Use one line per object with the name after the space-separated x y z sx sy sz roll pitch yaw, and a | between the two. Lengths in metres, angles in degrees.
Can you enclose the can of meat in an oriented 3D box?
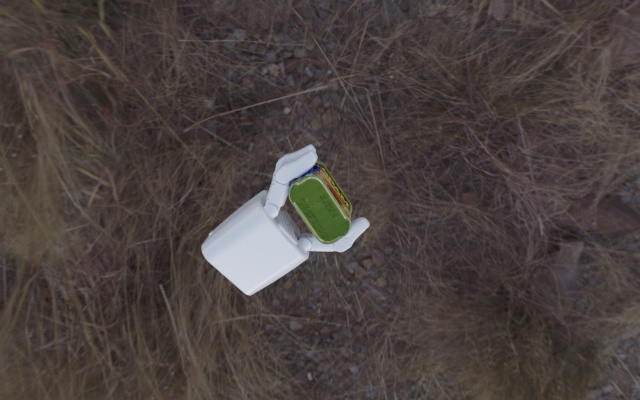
0.000 0.002 0.654 0.057 0.102 0.084 -33 12 10 | can of meat
